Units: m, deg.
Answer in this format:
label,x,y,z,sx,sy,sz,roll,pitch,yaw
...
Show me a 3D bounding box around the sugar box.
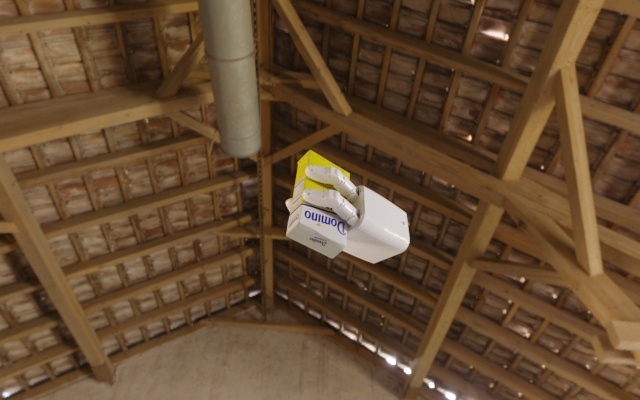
label,x,y,z,sx,sy,sz,roll,pitch,yaw
sugar box,0.001,0.002,0.806,0.093,0.176,0.048,28,-51,-22
